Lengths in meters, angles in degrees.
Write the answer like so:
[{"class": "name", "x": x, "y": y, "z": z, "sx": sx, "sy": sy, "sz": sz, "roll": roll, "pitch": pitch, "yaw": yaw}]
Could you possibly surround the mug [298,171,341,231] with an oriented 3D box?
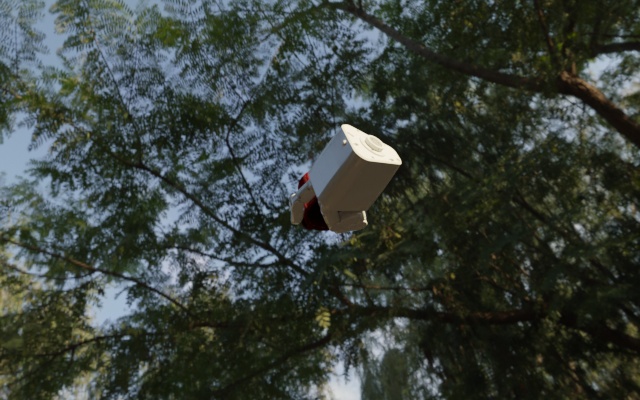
[{"class": "mug", "x": -0.001, "y": 0.004, "z": 0.870, "sx": 0.093, "sy": 0.117, "sz": 0.081, "roll": 15, "pitch": 36, "yaw": -32}]
